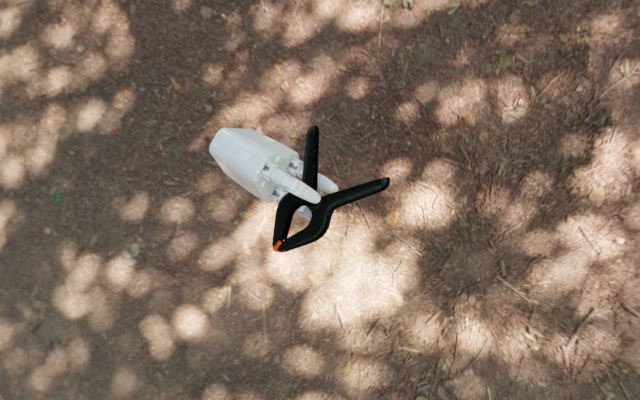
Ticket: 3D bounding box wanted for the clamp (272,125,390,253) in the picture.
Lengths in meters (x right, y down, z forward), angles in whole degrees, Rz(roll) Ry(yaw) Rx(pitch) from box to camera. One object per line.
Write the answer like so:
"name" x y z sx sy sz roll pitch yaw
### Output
"clamp" -0.001 0.003 0.762 0.164 0.210 0.036 31 1 22
